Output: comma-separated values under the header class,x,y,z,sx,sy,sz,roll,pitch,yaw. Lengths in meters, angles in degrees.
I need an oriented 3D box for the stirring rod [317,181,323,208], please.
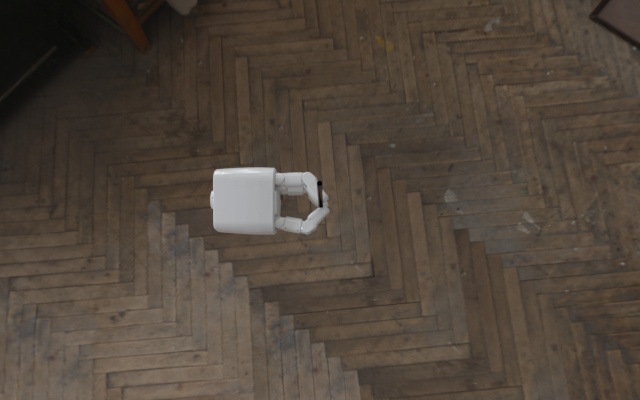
class,x,y,z,sx,sy,sz,roll,pitch,yaw
stirring rod,0.000,0.003,0.805,0.011,0.011,0.239,0,-13,1
